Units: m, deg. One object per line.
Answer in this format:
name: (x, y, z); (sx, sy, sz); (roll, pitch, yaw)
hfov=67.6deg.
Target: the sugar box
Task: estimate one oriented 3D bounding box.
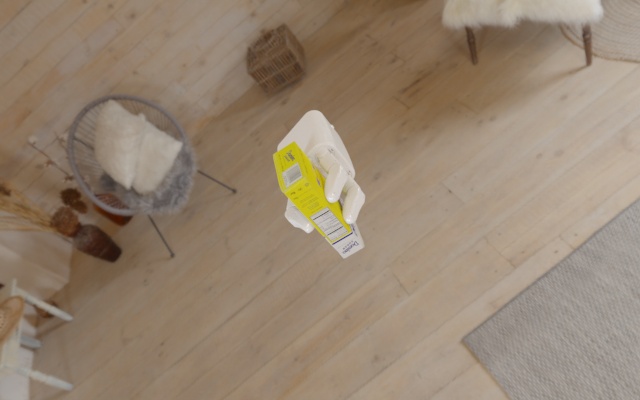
sugar box: (0.000, 0.002, 0.716); (0.048, 0.093, 0.176); (-33, -49, 13)
